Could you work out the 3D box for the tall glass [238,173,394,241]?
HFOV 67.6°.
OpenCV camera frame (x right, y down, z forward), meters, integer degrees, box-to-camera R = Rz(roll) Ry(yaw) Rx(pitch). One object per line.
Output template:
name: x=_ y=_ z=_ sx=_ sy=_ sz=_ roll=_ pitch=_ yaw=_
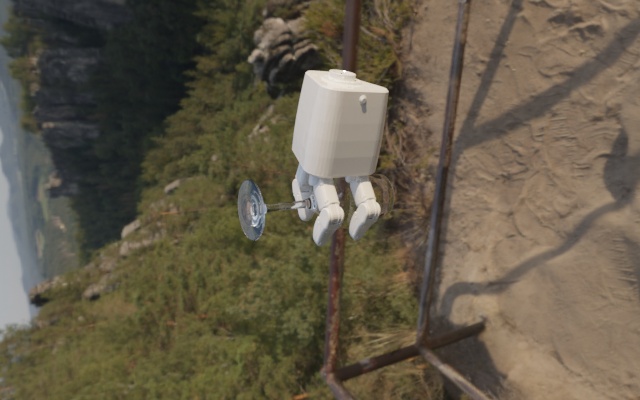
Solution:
tall glass: x=-0.001 y=0.002 z=0.622 sx=0.201 sy=0.079 sz=0.079 roll=-6 pitch=3 yaw=-32
